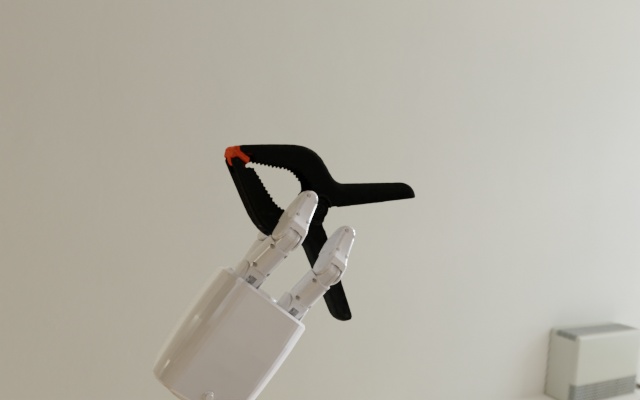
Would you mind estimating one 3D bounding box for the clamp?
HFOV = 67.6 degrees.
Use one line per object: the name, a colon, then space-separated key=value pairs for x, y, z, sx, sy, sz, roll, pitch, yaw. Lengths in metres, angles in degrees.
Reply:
clamp: x=-0.001 y=0.001 z=0.482 sx=0.210 sy=0.164 sz=0.036 roll=43 pitch=-17 yaw=-23
